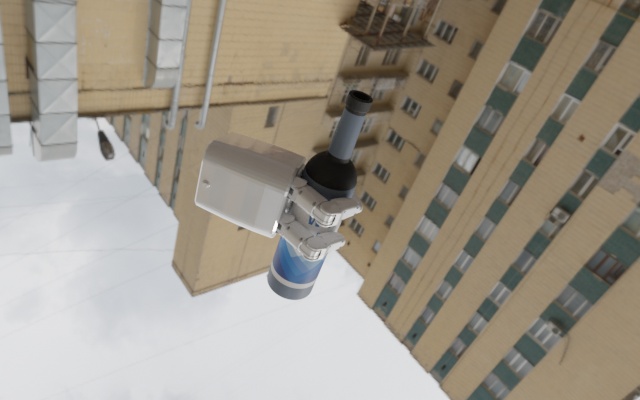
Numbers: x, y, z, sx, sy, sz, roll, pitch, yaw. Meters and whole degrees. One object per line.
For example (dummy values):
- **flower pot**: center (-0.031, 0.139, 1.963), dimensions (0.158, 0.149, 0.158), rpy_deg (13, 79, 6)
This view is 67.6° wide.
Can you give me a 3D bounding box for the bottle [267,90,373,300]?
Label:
- **bottle**: center (0.000, 0.002, 0.593), dimensions (0.069, 0.296, 0.069), rpy_deg (14, 35, -10)
